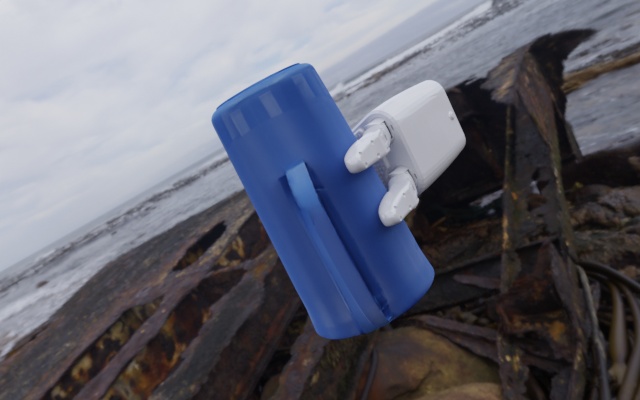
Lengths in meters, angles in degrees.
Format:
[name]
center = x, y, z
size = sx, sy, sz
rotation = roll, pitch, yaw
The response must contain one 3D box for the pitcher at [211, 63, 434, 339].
[pitcher]
center = 0.000, 0.001, 0.451
size = 0.145, 0.243, 0.149
rotation = -37, 14, -37
